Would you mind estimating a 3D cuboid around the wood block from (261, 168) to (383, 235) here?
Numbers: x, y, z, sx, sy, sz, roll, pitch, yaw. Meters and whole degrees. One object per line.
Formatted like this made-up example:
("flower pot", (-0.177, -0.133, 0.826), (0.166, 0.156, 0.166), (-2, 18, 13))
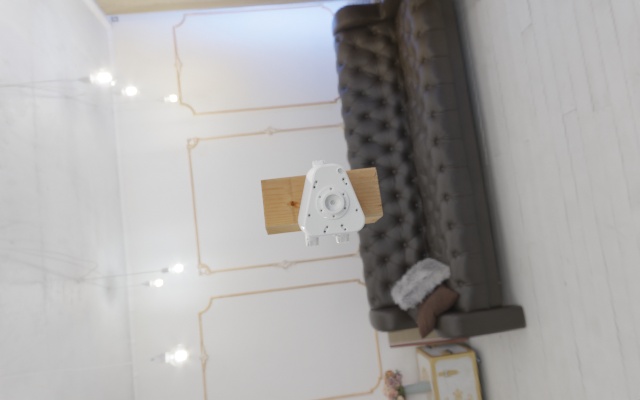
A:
("wood block", (0.000, 0.003, 0.874), (0.206, 0.091, 0.090), (-6, -10, -5))
